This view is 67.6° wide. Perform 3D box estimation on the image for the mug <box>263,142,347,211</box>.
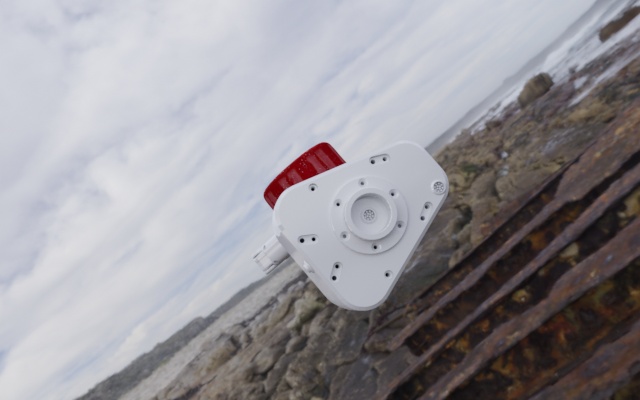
[{"bbox_3d":[0.000,0.002,0.462,0.093,0.081,0.117,-40,-3,-9],"label":"mug"}]
